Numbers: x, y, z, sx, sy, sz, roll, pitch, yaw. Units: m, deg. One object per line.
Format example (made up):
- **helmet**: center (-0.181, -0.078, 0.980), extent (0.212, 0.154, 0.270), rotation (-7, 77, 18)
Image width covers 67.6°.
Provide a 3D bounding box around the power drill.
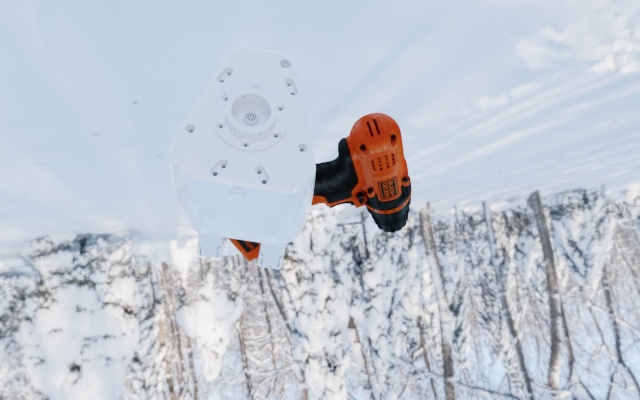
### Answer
- **power drill**: center (0.000, 0.002, 0.484), extent (0.187, 0.057, 0.184), rotation (-19, -33, 3)
